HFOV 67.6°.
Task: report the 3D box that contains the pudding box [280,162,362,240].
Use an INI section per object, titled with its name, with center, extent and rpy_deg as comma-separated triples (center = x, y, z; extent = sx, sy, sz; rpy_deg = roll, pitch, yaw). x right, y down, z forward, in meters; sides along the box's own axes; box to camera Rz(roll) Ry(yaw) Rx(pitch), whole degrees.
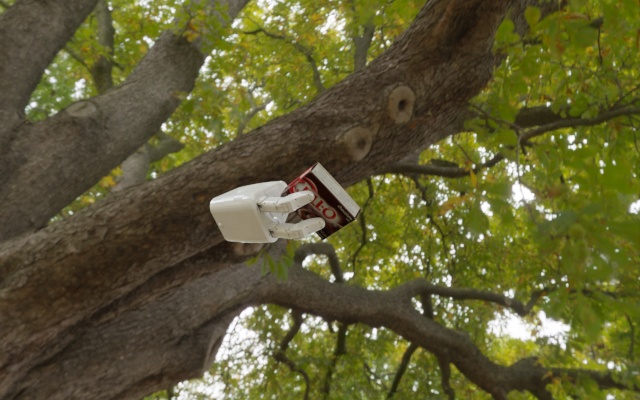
[pudding box]
center = 0.000, 0.003, 0.812
extent = 0.090, 0.113, 0.039
rpy_deg = -36, 13, 42
